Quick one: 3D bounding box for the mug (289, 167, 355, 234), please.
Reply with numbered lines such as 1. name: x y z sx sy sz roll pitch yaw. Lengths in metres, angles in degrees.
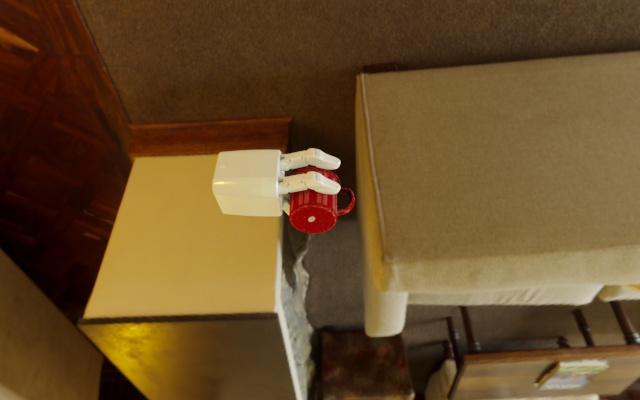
1. mug: 0.002 0.003 0.821 0.117 0.081 0.093 0 -40 1
